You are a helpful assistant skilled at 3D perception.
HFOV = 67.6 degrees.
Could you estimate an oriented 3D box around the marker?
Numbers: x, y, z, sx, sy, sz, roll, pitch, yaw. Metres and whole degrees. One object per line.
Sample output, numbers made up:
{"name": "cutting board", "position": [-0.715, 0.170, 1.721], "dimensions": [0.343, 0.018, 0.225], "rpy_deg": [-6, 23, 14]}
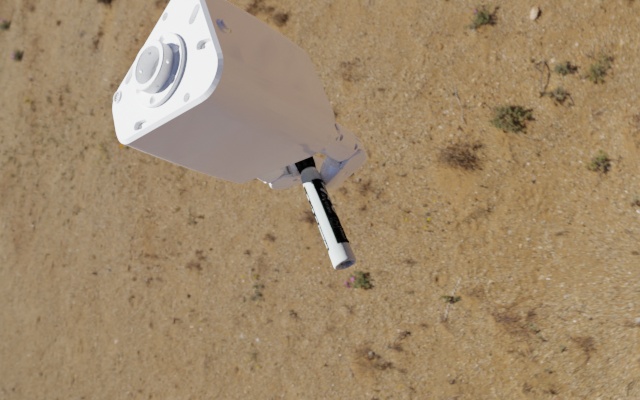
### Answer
{"name": "marker", "position": [0.000, 0.001, 0.405], "dimensions": [0.020, 0.121, 0.020], "rpy_deg": [-17, -28, -9]}
